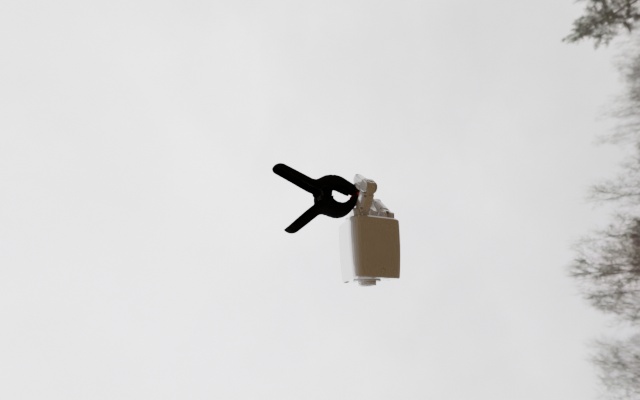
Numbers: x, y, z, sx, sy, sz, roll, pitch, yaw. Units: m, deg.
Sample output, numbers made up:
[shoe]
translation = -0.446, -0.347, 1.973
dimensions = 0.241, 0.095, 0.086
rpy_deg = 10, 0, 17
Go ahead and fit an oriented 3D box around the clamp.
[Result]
[clamp]
translation = 0.000, 0.003, 0.807
dimensions = 0.171, 0.120, 0.039
rpy_deg = 6, -18, -26
